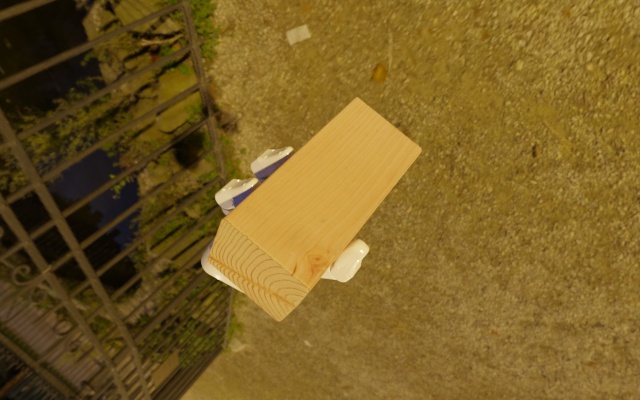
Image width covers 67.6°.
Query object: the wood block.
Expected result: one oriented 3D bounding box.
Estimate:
[{"bbox_3d":[0.000,0.002,0.463,0.206,0.091,0.090,-47,-4,-36],"label":"wood block"}]
